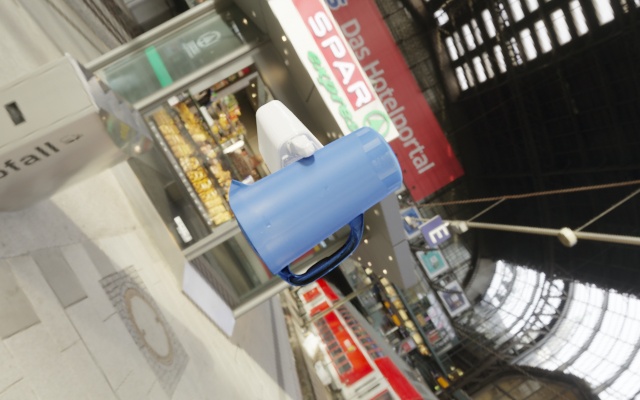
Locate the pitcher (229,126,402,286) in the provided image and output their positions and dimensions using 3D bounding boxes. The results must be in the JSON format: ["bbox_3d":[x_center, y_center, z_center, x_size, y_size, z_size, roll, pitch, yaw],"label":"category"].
[{"bbox_3d":[0.000,0.002,0.707,0.243,0.145,0.149,-31,-41,-7],"label":"pitcher"}]
